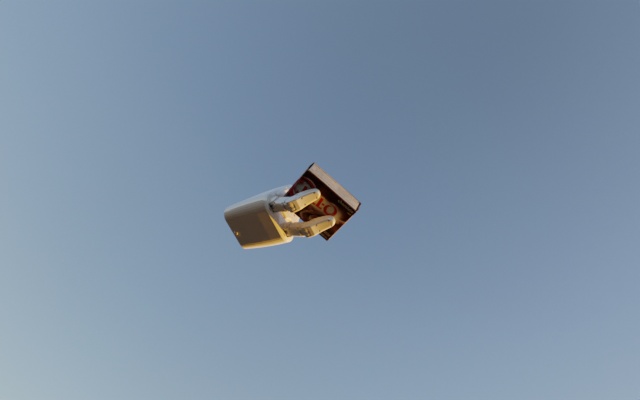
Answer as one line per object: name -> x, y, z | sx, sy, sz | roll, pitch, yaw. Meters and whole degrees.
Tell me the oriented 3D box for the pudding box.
pudding box -> 0.000, 0.003, 0.835 | 0.090, 0.113, 0.039 | -48, 6, 36
